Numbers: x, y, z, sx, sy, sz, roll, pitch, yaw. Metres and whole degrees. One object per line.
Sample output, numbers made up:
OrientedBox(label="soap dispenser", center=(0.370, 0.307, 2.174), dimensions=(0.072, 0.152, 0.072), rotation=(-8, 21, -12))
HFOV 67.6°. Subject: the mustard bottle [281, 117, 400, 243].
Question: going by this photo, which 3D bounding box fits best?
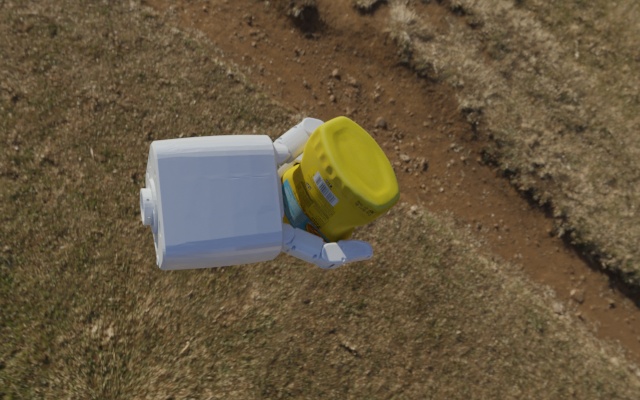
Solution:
OrientedBox(label="mustard bottle", center=(0.000, 0.001, 0.494), dimensions=(0.058, 0.096, 0.192), rotation=(-32, -7, -32))
